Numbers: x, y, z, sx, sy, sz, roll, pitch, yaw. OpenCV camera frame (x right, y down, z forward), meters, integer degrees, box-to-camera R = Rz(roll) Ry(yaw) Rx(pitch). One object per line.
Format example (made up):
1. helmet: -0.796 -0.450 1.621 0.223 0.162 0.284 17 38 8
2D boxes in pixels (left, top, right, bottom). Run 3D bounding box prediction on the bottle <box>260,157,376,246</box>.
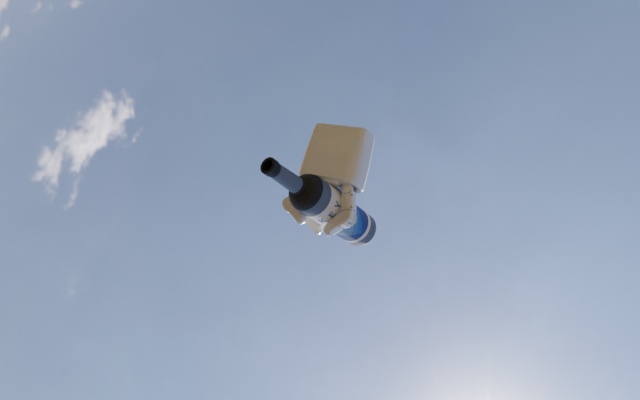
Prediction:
1. bottle: 0.000 0.003 0.815 0.069 0.069 0.296 0 -22 35
